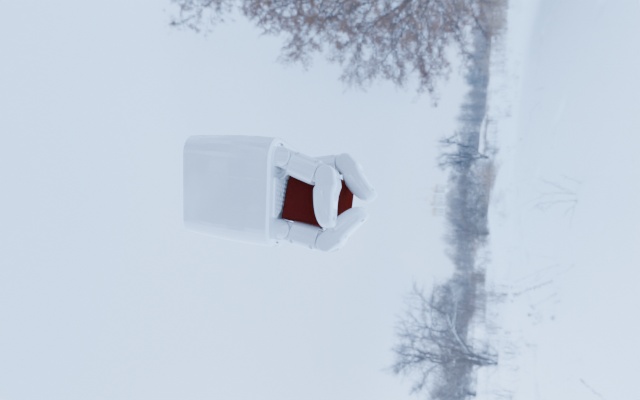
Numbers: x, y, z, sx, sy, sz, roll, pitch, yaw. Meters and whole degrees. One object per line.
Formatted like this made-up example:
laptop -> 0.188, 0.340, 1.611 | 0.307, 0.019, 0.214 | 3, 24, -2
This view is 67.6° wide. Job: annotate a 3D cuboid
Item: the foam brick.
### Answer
foam brick -> 0.000, 0.002, 0.516 | 0.051, 0.053, 0.078 | 8, -6, 20
